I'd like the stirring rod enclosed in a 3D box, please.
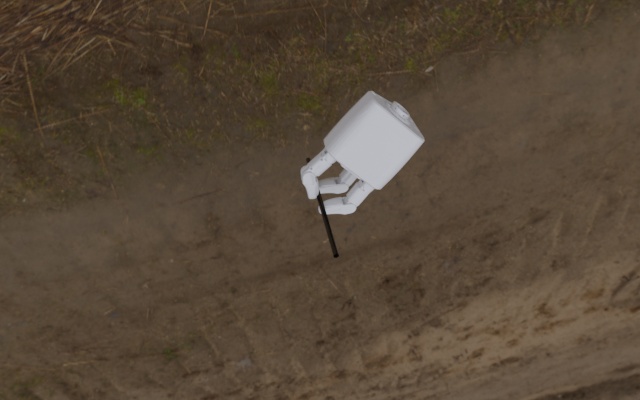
[{"bbox_3d":[0.000,0.002,0.766,0.011,0.011,0.239,0,39,-14],"label":"stirring rod"}]
